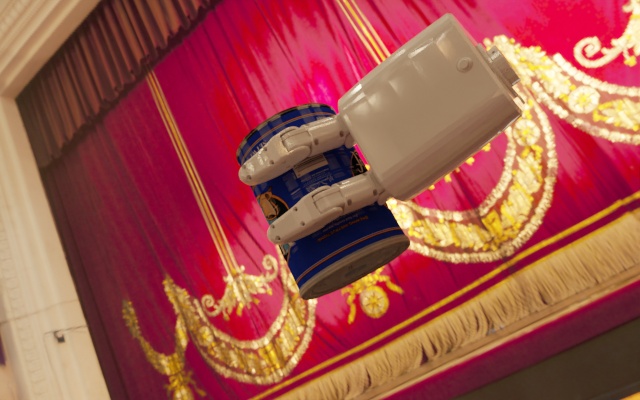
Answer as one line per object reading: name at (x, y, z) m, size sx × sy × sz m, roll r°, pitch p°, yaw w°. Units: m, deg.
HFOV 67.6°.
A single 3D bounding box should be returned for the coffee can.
coffee can at (0.000, 0.002, 0.421) m, size 0.103 × 0.140 × 0.103 m, roll -25°, pitch -18°, yaw -9°
